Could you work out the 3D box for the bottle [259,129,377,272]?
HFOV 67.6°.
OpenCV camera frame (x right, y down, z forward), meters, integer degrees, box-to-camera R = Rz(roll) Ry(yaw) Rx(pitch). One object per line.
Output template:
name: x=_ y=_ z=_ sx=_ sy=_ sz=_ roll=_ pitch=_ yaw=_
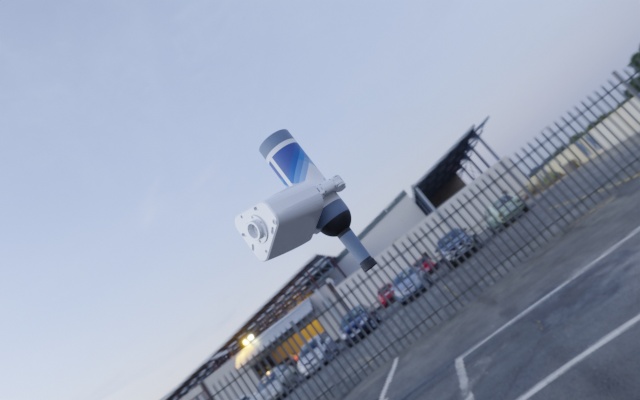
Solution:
bottle: x=0.000 y=0.003 z=0.856 sx=0.069 sy=0.295 sz=0.069 roll=-35 pitch=-13 yaw=-9
